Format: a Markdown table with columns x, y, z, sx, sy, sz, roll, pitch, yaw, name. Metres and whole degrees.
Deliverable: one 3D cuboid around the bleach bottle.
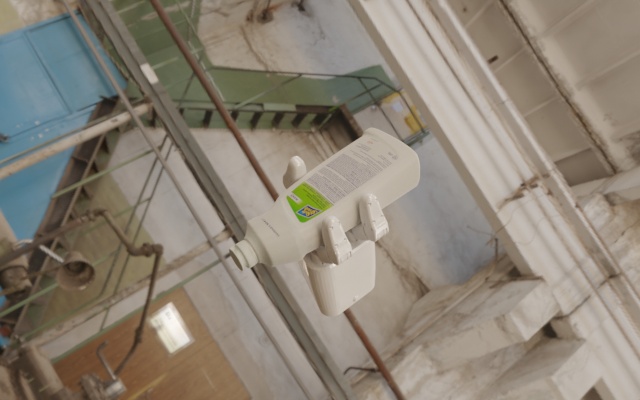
| x | y | z | sx | sy | sz | roll | pitch | yaw | name |
| --- | --- | --- | --- | --- | --- | --- | --- | --- | --- |
| 0.000 | 0.002 | 0.580 | 0.251 | 0.068 | 0.102 | -31 | 44 | -23 | bleach bottle |
